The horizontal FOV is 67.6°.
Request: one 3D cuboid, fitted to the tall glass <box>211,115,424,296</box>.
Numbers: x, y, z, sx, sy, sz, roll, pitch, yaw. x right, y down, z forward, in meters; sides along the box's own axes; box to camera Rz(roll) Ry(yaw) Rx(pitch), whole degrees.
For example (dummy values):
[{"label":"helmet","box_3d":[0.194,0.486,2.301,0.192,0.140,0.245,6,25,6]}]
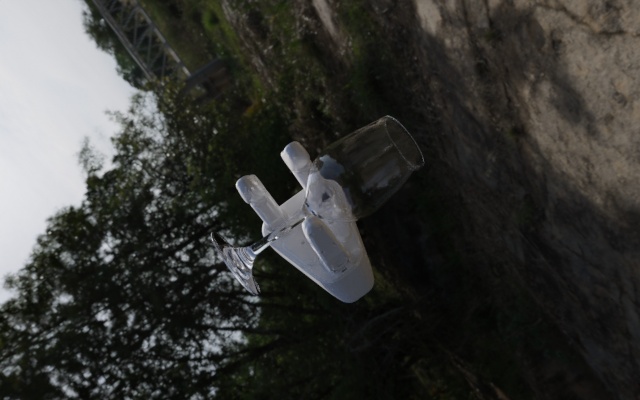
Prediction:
[{"label":"tall glass","box_3d":[0.000,0.002,0.455,0.201,0.079,0.079,-36,2,-3]}]
